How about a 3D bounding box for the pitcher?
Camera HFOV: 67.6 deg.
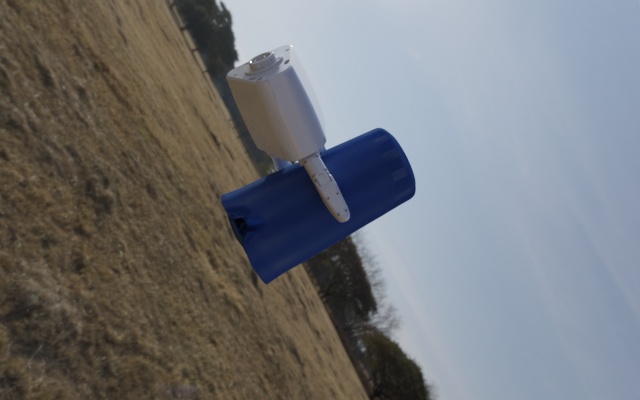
[{"bbox_3d":[0.000,0.002,0.655,0.243,0.145,0.149,-27,32,-3],"label":"pitcher"}]
